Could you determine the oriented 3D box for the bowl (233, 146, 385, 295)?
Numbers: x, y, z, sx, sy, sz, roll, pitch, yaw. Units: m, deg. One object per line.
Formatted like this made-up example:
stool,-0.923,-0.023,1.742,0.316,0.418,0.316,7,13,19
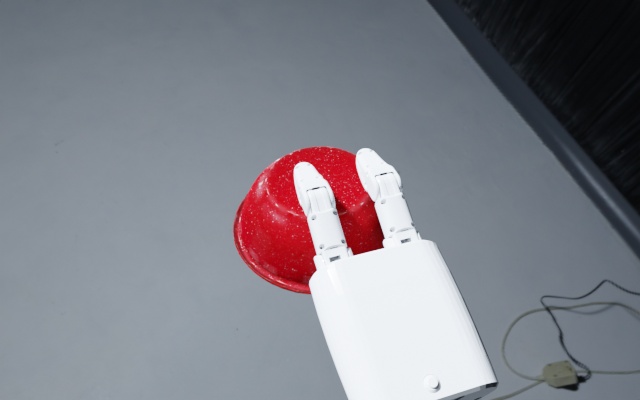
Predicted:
bowl,-0.001,0.000,0.423,0.162,0.055,0.162,-1,44,1
